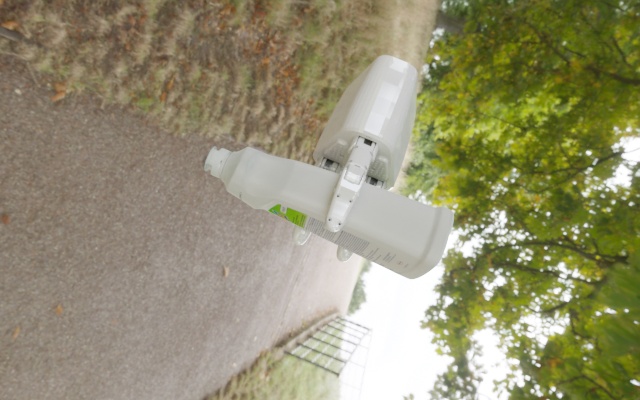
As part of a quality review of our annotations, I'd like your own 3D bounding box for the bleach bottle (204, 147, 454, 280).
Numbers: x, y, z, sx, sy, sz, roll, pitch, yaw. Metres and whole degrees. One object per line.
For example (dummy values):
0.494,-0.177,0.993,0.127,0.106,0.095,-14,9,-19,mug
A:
0.000,0.002,0.494,0.251,0.068,0.103,23,-22,1,bleach bottle
